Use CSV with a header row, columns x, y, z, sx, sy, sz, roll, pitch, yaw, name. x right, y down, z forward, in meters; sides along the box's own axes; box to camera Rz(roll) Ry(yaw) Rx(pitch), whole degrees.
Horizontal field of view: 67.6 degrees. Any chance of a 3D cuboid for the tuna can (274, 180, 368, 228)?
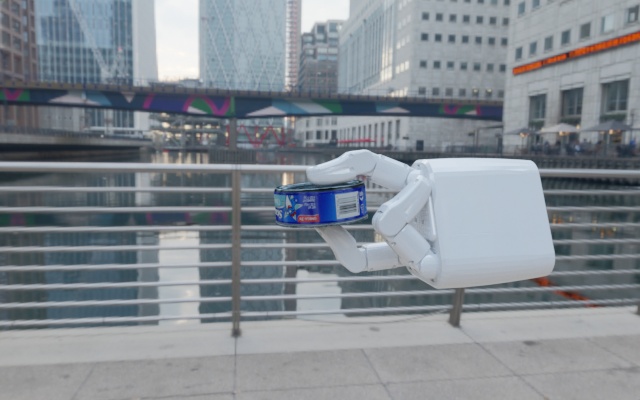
x,y,z,sx,sy,sz,roll,pitch,yaw,name
0.000,0.001,0.441,0.086,0.034,0.086,-4,7,1,tuna can
